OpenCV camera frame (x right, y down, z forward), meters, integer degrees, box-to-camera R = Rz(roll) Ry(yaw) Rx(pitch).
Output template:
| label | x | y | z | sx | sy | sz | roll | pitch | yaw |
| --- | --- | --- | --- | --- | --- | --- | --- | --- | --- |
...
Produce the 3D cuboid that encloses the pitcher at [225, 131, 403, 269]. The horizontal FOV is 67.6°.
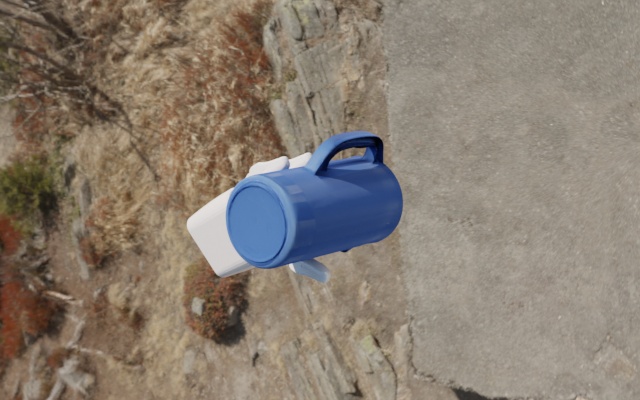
| label | x | y | z | sx | sy | sz | roll | pitch | yaw |
| --- | --- | --- | --- | --- | --- | --- | --- | --- | --- |
| pitcher | 0.000 | 0.002 | 0.623 | 0.145 | 0.149 | 0.243 | -24 | -8 | 35 |
